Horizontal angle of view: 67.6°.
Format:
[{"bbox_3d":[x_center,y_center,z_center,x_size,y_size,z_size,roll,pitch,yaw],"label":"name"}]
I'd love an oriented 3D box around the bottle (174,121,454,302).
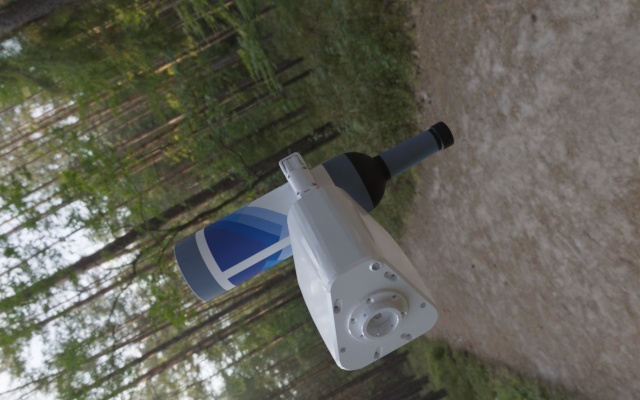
[{"bbox_3d":[0.000,0.002,0.483,0.296,0.069,0.069,-29,1,-2],"label":"bottle"}]
